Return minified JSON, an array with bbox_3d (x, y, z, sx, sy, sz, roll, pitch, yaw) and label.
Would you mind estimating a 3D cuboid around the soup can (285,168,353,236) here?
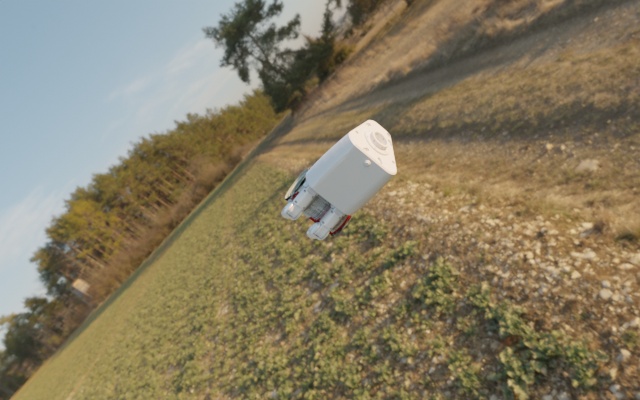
[{"bbox_3d":[0.000,0.003,0.792,0.102,0.068,0.068,38,-9,-12],"label":"soup can"}]
